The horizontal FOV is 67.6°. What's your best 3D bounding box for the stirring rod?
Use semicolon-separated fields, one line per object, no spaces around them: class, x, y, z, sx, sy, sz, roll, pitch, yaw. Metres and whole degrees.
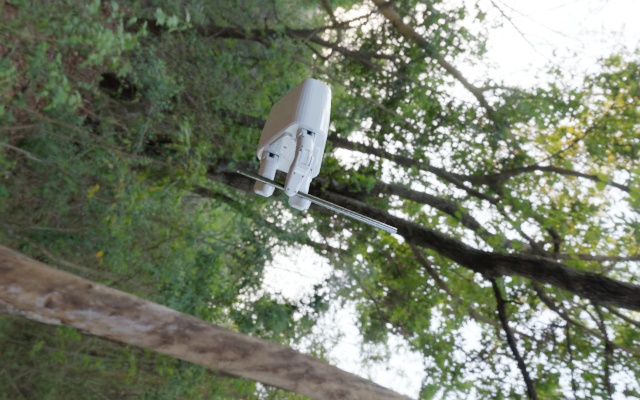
stirring rod;0.000;0.002;0.653;0.239;0.011;0.011;21;-6;-16
